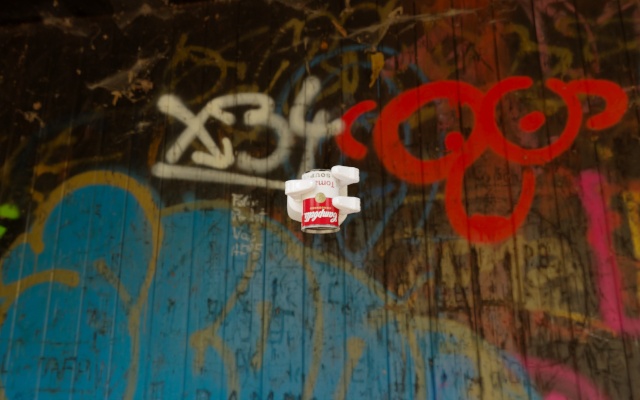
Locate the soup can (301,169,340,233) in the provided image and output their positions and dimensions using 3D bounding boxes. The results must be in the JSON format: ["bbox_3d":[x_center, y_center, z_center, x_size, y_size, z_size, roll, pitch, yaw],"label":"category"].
[{"bbox_3d":[0.000,0.002,0.847,0.068,0.102,0.068,0,-14,0],"label":"soup can"}]
